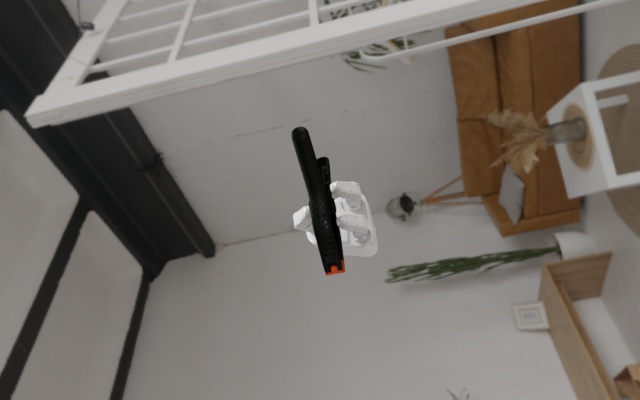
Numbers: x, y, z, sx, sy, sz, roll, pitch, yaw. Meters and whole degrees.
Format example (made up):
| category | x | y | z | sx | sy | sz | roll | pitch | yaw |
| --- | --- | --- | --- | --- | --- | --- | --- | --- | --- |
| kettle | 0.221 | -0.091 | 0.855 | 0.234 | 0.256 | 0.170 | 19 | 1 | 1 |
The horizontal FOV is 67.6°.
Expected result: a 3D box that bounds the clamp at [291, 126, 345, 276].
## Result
| category | x | y | z | sx | sy | sz | roll | pitch | yaw |
| --- | --- | --- | --- | --- | --- | --- | --- | --- | --- |
| clamp | -0.001 | 0.003 | 0.701 | 0.036 | 0.210 | 0.165 | -13 | -20 | 11 |
